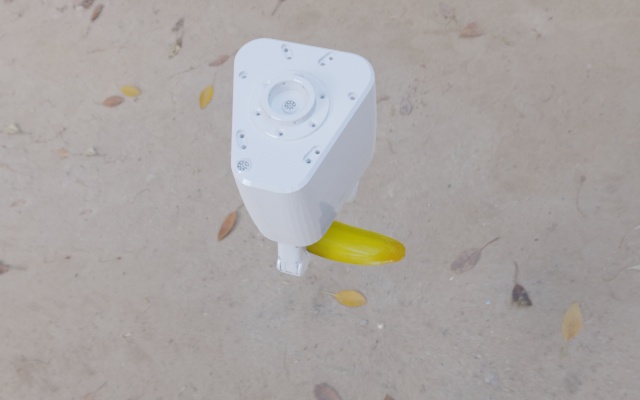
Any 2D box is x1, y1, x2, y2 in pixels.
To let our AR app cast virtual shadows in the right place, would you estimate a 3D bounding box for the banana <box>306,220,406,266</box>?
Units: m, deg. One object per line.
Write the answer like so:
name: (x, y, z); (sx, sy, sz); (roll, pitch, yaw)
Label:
banana: (-0.014, 0.012, 0.458); (0.197, 0.069, 0.037); (36, -22, 17)
